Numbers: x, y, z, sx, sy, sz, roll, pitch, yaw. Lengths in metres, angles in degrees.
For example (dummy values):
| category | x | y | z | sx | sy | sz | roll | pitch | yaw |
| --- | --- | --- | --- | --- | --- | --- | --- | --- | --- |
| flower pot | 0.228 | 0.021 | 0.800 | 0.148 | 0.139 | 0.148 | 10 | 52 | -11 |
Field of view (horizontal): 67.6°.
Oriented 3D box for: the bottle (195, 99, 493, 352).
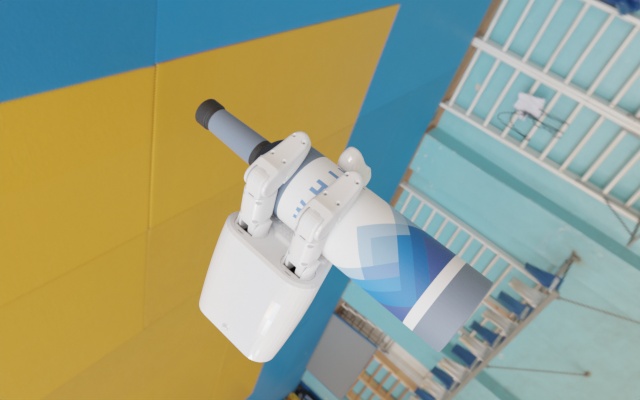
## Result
| category | x | y | z | sx | sy | sz | roll | pitch | yaw |
| --- | --- | --- | --- | --- | --- | --- | --- | --- | --- |
| bottle | 0.000 | 0.001 | 0.405 | 0.295 | 0.069 | 0.069 | 38 | 15 | 19 |
